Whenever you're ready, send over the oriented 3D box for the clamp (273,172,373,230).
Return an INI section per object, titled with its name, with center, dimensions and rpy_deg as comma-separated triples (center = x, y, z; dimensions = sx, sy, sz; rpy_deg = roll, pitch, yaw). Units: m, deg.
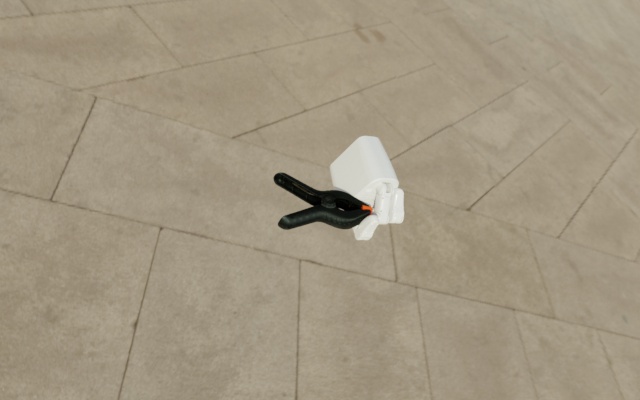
[clamp]
center = 0.001, 0.002, 0.786
dimensions = 0.171, 0.120, 0.039
rpy_deg = 5, -42, -27
